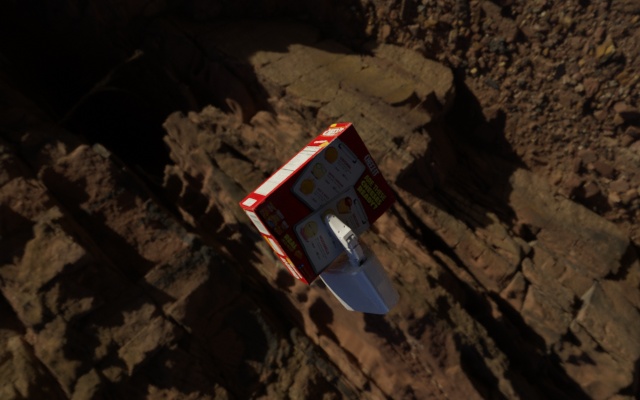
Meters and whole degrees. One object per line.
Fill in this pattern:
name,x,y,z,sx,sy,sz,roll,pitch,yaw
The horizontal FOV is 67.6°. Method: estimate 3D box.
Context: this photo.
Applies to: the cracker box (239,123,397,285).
cracker box,0.000,0.003,0.776,0.213,0.164,0.072,-43,26,-18
